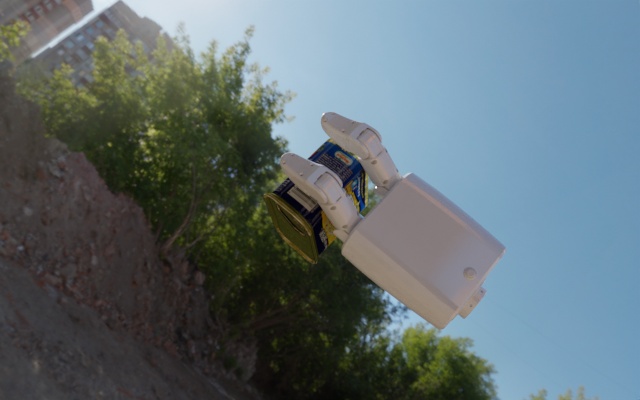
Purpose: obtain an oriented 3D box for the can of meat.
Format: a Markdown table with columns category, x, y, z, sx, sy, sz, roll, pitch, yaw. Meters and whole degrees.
| category | x | y | z | sx | sy | sz | roll | pitch | yaw |
| --- | --- | --- | --- | --- | --- | --- | --- | --- | --- |
| can of meat | 0.000 | 0.001 | 0.457 | 0.057 | 0.084 | 0.102 | 38 | -18 | 21 |
